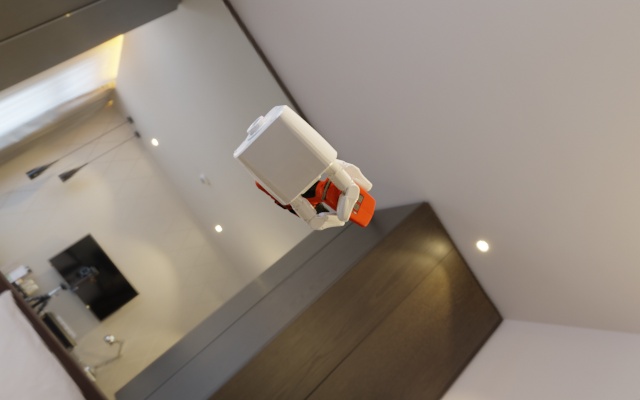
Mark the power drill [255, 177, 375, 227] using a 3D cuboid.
[{"bbox_3d":[0.000,0.003,0.829,0.187,0.057,0.184,4,-23,47],"label":"power drill"}]
